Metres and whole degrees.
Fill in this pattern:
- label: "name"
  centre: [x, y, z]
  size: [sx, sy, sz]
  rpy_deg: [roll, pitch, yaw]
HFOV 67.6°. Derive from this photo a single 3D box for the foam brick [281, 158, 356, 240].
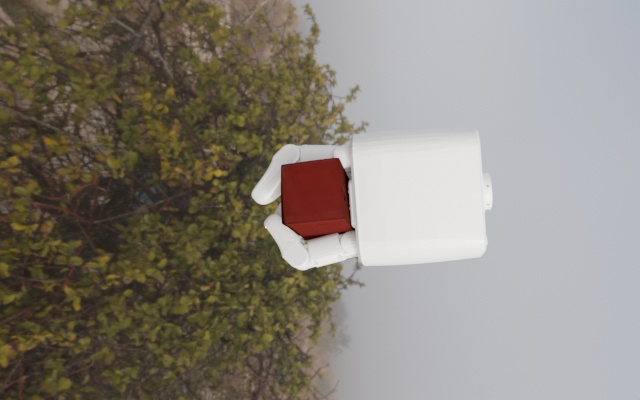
- label: "foam brick"
  centre: [0.000, 0.001, 0.418]
  size: [0.051, 0.053, 0.078]
  rpy_deg: [-6, -15, 10]
